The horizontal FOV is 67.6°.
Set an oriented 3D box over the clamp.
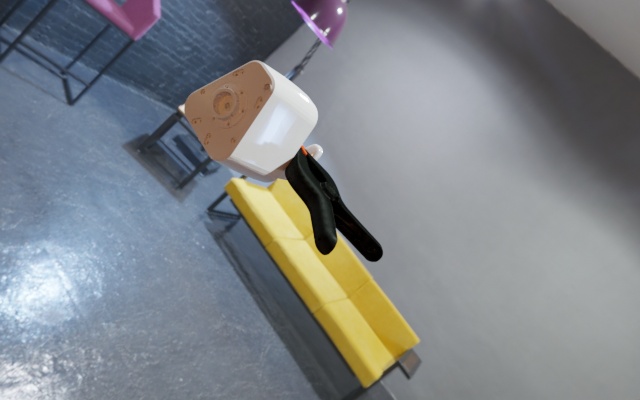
[{"bbox_3d":[0.000,0.001,0.555,0.039,0.171,0.120,-42,-22,14],"label":"clamp"}]
